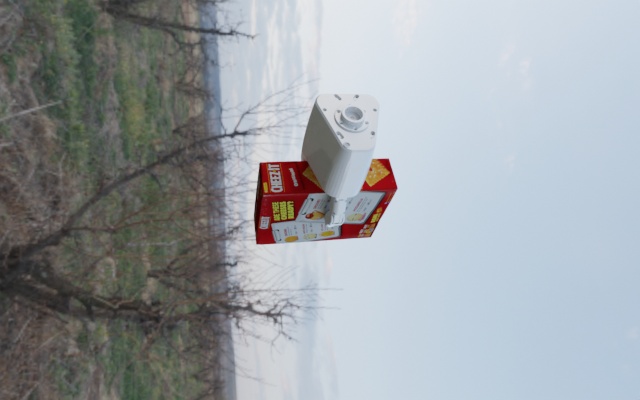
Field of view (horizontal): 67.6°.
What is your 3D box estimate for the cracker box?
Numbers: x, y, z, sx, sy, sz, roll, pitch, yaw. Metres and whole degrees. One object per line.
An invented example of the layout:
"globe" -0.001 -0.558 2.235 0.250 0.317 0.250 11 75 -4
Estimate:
"cracker box" 0.000 0.003 0.800 0.214 0.072 0.164 -2 -32 -13
